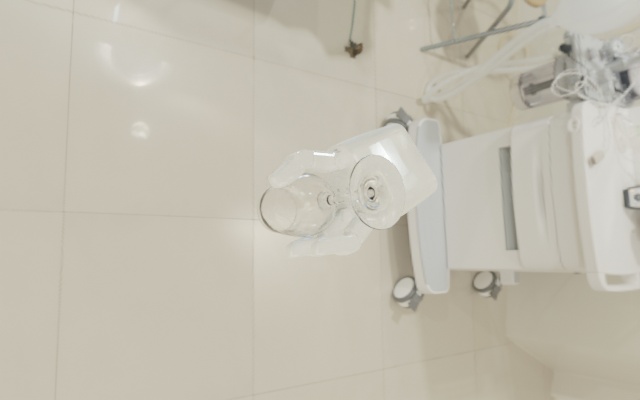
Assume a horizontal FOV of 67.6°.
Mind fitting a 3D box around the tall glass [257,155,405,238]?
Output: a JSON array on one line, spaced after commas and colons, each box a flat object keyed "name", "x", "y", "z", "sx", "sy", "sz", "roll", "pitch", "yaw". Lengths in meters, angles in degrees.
[{"name": "tall glass", "x": 0.000, "y": 0.002, "z": 0.547, "sx": 0.079, "sy": 0.079, "sz": 0.201, "roll": 0, "pitch": -6, "yaw": -36}]
